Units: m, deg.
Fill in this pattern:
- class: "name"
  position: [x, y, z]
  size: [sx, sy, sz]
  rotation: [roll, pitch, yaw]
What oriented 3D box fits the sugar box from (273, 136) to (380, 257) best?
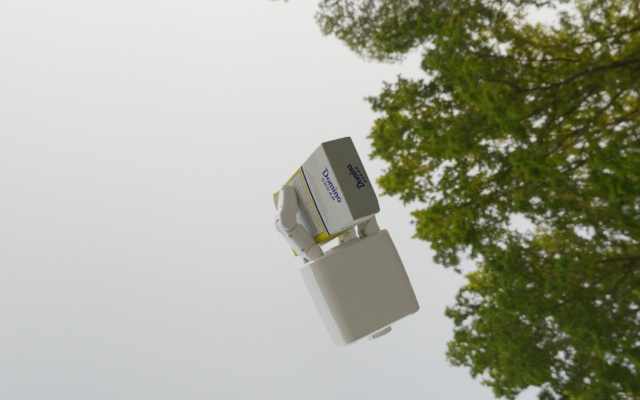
- class: "sugar box"
  position: [0.001, 0.002, 0.581]
  size: [0.048, 0.093, 0.176]
  rotation: [-17, -10, -31]
